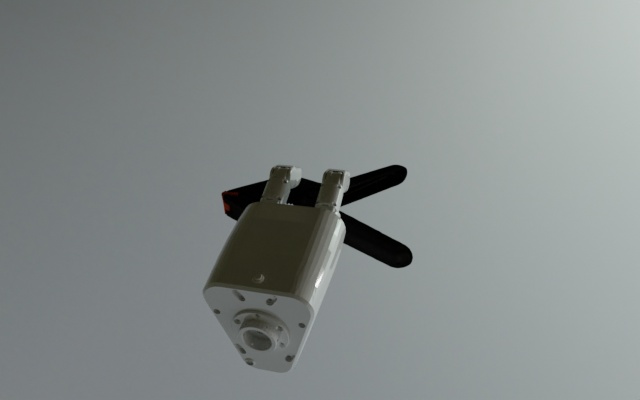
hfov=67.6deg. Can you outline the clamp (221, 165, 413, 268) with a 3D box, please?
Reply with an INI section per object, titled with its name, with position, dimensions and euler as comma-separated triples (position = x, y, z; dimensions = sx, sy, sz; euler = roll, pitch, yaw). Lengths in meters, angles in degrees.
[clamp]
position = 0.000, 0.002, 0.521
dimensions = 0.210, 0.036, 0.164
euler = 6, 34, 12
